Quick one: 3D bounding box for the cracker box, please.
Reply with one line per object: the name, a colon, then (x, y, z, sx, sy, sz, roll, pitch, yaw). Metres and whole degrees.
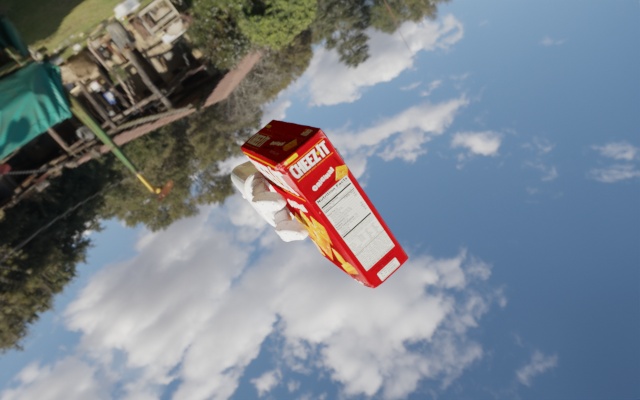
cracker box: (0.000, 0.002, 0.630, 0.072, 0.214, 0.164, -42, 25, -11)
